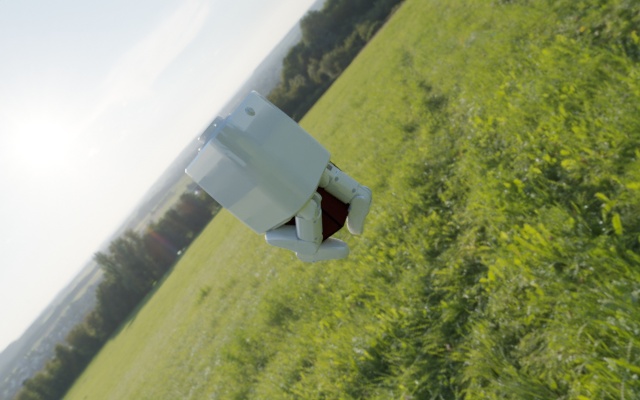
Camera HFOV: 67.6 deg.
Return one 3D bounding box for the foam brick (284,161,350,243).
[{"bbox_3d":[0.000,0.002,0.535,0.053,0.051,0.078,-39,18,37],"label":"foam brick"}]
